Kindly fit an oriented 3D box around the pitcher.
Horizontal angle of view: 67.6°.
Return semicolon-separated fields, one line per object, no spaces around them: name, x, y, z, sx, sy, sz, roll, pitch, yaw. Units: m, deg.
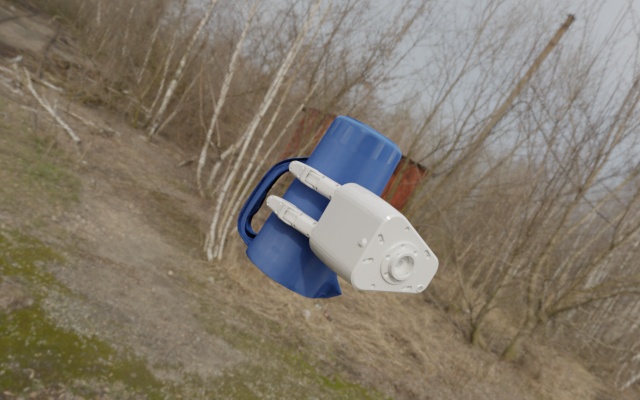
pitcher;0.000;0.002;0.680;0.149;0.243;0.145;29;4;-30
